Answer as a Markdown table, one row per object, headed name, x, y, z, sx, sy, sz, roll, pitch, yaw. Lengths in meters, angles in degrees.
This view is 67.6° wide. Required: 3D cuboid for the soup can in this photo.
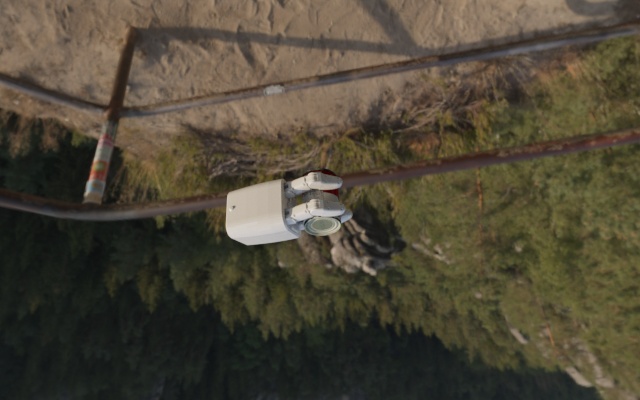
| name | x | y | z | sx | sy | sz | roll | pitch | yaw |
| --- | --- | --- | --- | --- | --- | --- | --- | --- | --- |
| soup can | 0.001 | 0.003 | 0.852 | 0.068 | 0.102 | 0.068 | -3 | -33 | -2 |
